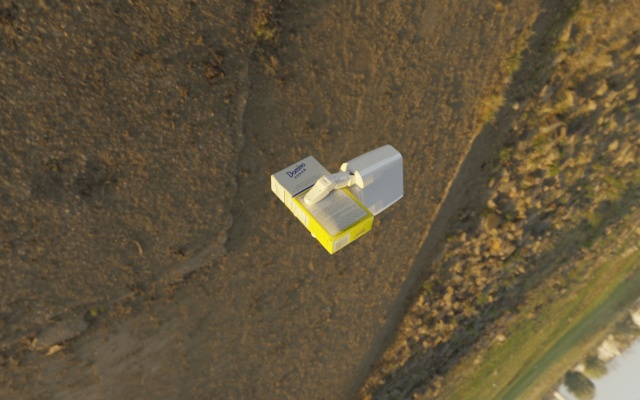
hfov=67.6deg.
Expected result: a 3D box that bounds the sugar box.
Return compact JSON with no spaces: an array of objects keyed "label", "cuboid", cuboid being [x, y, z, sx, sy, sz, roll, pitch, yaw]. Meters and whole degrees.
[{"label":"sugar box","cuboid":[0.000,0.003,0.836,0.093,0.048,0.176,-29,55,-25]}]
